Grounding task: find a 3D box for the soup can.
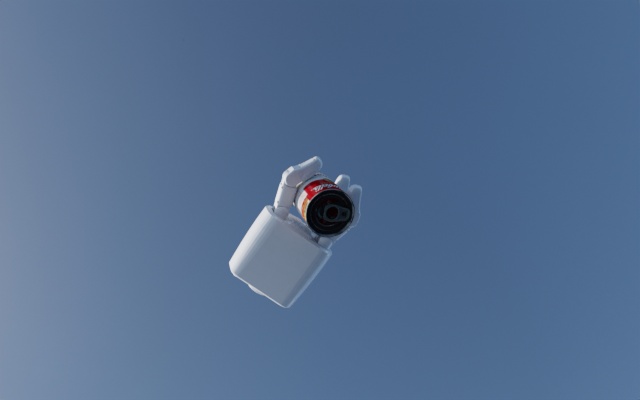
[{"bbox_3d":[0.000,0.002,0.674,0.068,0.068,0.102,0,18,-16],"label":"soup can"}]
